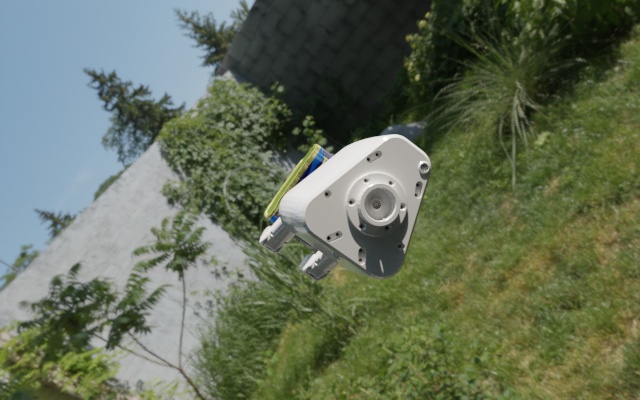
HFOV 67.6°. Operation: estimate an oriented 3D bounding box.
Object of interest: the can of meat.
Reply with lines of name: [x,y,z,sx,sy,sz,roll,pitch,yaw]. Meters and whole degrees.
can of meat: [0.000,0.001,0.519,0.084,0.102,0.057,35,-2,-11]
